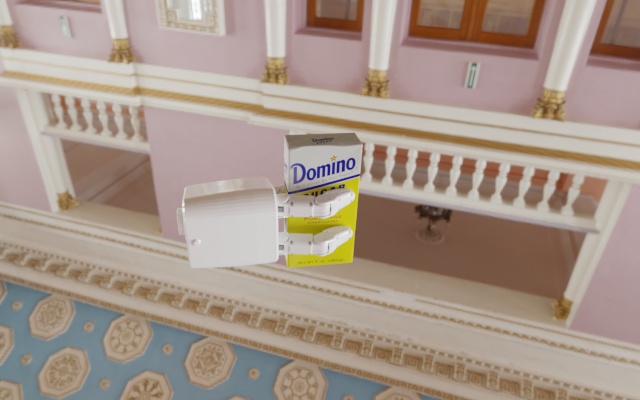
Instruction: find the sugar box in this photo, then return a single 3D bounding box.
[{"bbox_3d":[0.000,0.002,0.619,0.093,0.176,0.048,-4,32,-10],"label":"sugar box"}]
